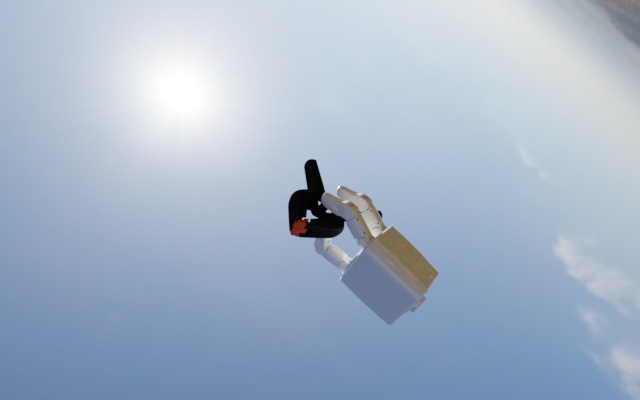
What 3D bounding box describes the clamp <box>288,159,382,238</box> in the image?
[{"bbox_3d":[0.000,0.003,0.757,0.164,0.036,0.210,41,28,13],"label":"clamp"}]
